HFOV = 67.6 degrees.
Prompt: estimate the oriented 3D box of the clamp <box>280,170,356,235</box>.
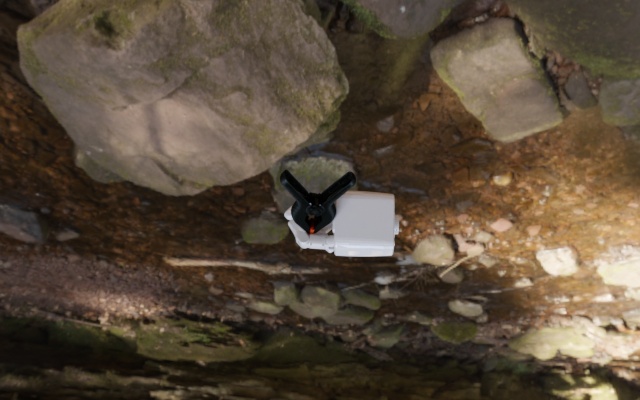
[{"bbox_3d":[0.000,0.003,0.812,0.120,0.039,0.172,1,-32,5],"label":"clamp"}]
